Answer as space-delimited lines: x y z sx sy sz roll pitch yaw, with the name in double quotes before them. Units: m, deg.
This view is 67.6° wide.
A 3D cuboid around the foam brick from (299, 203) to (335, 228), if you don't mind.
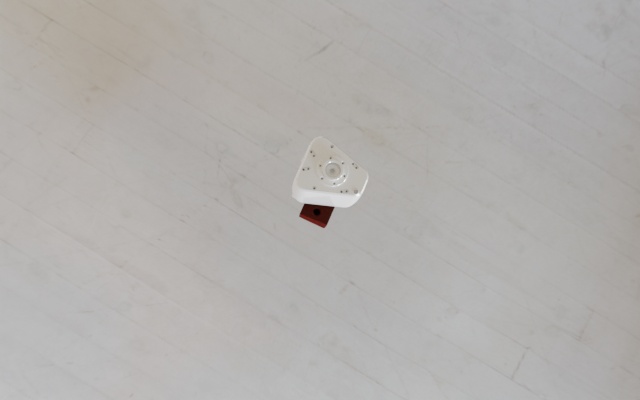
"foam brick" 0.000 0.003 0.854 0.053 0.078 0.051 23 -9 -2
